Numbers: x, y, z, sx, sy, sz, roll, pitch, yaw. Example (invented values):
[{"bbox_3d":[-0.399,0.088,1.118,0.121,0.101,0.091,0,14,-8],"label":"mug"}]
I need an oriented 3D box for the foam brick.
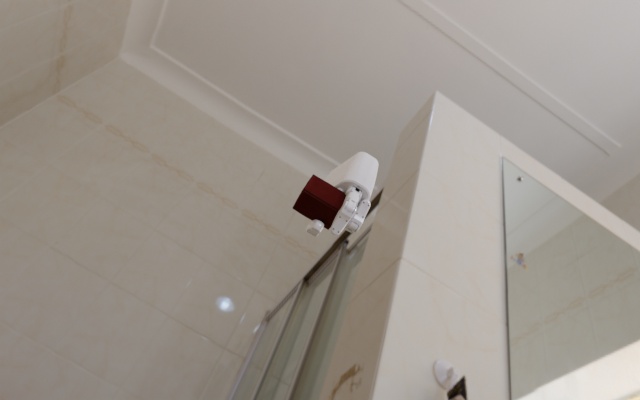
[{"bbox_3d":[0.000,0.003,0.837,0.078,0.053,0.051,31,42,-5],"label":"foam brick"}]
